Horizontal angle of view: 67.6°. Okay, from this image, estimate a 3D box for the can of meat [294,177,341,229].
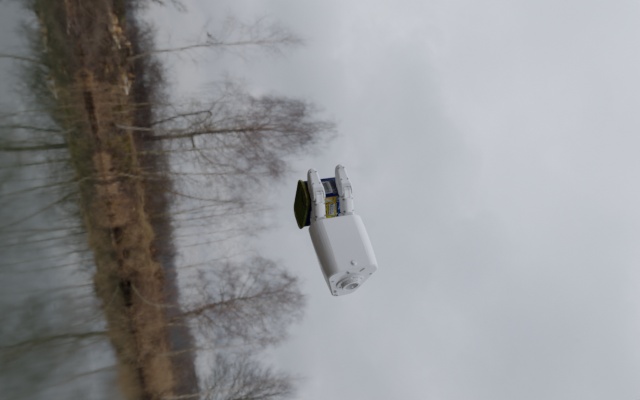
[{"bbox_3d":[0.000,0.003,0.899,0.084,0.057,0.102,-8,-38,-17],"label":"can of meat"}]
